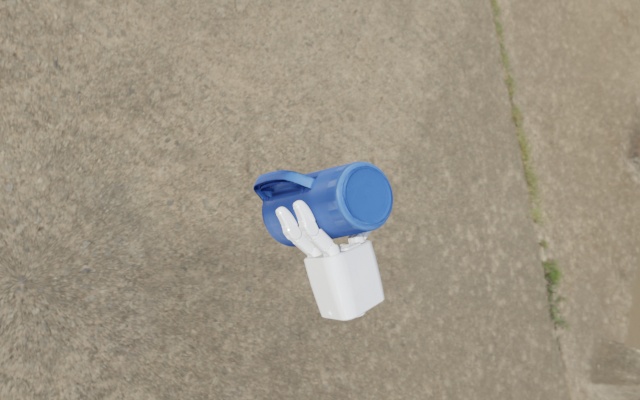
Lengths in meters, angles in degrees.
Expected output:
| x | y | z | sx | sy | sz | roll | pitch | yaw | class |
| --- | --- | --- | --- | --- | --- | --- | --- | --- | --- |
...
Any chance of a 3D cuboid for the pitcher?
| x | y | z | sx | sy | sz | roll | pitch | yaw | class |
| --- | --- | --- | --- | --- | --- | --- | --- | --- | --- |
| 0.000 | 0.003 | 0.813 | 0.149 | 0.145 | 0.243 | -16 | 1 | -33 | pitcher |
